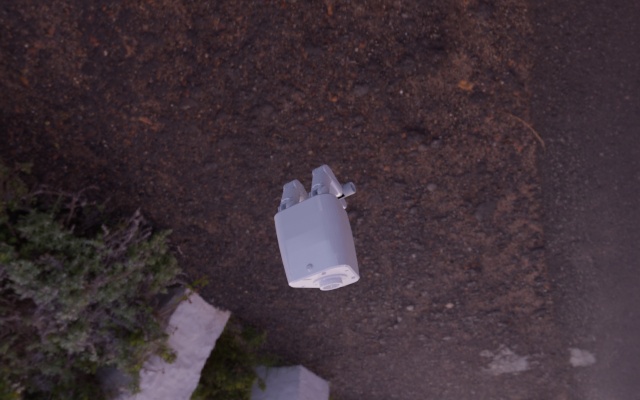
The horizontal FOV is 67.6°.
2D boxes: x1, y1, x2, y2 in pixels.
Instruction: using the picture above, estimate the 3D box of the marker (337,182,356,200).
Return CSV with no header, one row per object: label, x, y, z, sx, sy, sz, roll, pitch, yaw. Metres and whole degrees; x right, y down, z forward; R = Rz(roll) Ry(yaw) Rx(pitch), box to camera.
marker,0.000,0.002,0.755,0.121,0.020,0.020,-25,-11,25
